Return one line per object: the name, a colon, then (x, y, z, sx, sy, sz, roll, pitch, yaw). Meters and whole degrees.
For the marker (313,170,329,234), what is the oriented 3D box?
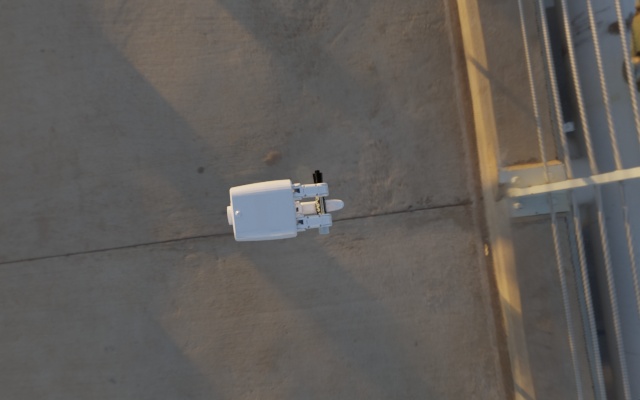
marker: (0.000, 0.003, 0.899, 0.020, 0.121, 0.020, -7, -3, 0)
